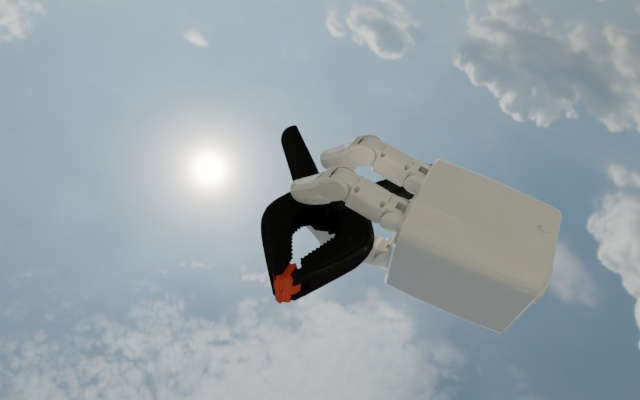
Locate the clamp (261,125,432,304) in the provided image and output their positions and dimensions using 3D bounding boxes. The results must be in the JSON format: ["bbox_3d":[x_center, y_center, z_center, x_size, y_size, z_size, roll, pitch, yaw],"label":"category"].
[{"bbox_3d":[0.000,0.002,0.422,0.164,0.036,0.210,21,42,18],"label":"clamp"}]
